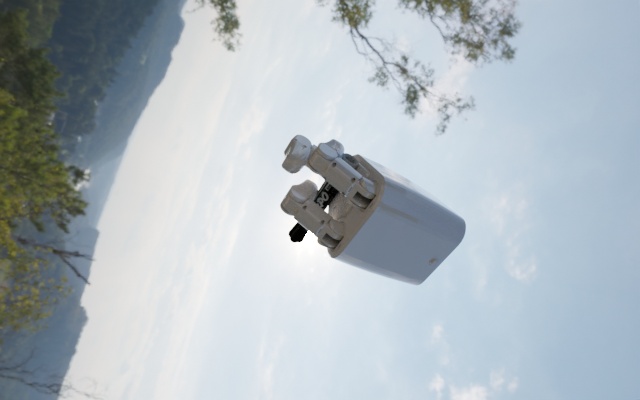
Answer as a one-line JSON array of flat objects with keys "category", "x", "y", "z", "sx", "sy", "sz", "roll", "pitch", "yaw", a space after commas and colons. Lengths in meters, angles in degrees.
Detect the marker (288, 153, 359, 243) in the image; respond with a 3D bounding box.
[{"category": "marker", "x": 0.000, "y": 0.002, "z": 0.502, "sx": 0.020, "sy": 0.121, "sz": 0.020, "roll": 26, "pitch": 31, "yaw": -17}]
